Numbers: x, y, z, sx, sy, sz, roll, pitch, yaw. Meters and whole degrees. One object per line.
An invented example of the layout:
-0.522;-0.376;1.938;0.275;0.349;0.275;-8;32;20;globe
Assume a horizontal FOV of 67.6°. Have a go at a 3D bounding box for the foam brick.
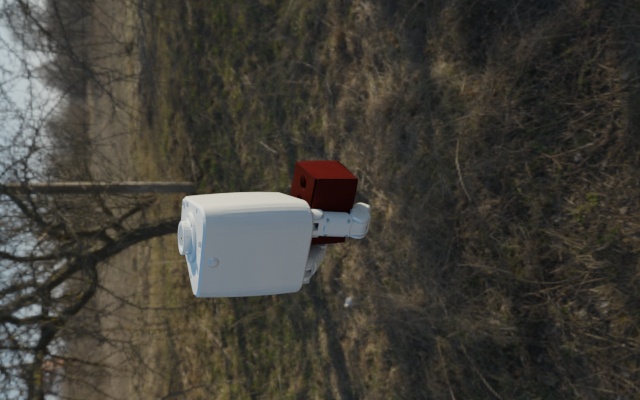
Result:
0.000;0.001;0.510;0.051;0.078;0.053;0;24;-26;foam brick
